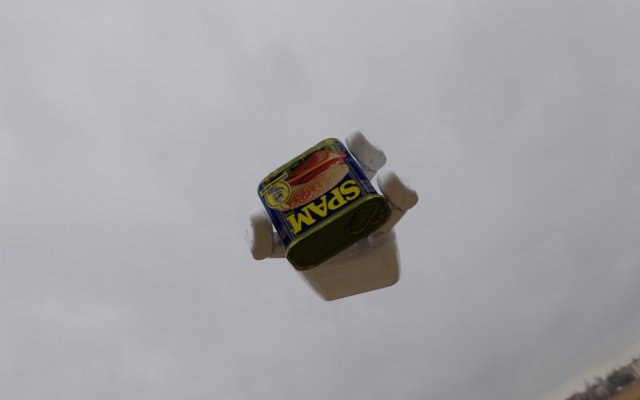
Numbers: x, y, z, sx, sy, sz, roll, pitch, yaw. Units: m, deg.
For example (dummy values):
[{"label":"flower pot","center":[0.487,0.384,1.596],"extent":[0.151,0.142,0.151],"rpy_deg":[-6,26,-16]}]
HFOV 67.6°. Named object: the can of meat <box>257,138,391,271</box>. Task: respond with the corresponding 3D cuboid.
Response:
[{"label":"can of meat","center":[0.000,0.001,0.446],"extent":[0.102,0.084,0.057],"rpy_deg":[-31,-33,0]}]
